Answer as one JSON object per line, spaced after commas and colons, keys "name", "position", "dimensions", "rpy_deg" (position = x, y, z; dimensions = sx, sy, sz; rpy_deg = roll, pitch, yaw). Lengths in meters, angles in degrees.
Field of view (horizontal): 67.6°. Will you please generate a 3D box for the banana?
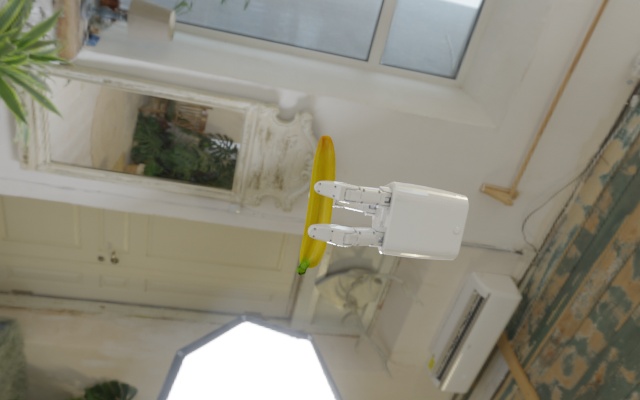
{"name": "banana", "position": [-0.001, 0.010, 0.671], "dimensions": [0.037, 0.197, 0.070], "rpy_deg": [8, -14, 0]}
